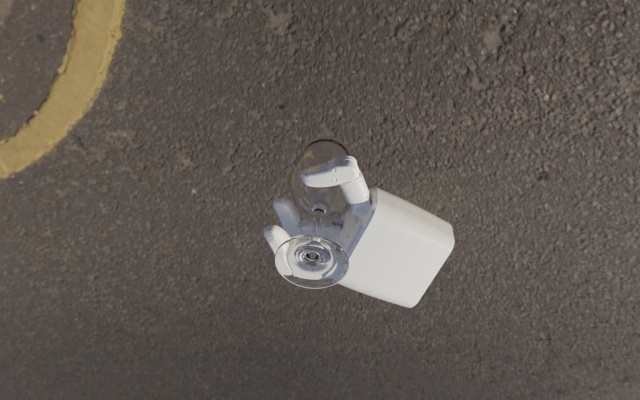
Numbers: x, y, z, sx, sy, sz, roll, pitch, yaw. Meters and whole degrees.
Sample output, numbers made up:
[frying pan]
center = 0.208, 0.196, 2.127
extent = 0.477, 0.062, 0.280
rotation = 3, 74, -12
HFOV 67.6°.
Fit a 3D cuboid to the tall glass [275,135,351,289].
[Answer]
[tall glass]
center = 0.000, 0.002, 0.550
extent = 0.079, 0.079, 0.201
rotation = 0, 38, 6
